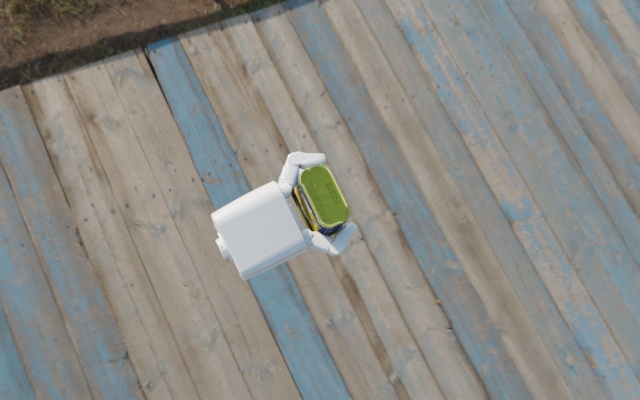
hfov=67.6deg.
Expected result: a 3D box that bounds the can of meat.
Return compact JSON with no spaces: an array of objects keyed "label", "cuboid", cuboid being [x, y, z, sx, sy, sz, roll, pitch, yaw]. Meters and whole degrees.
[{"label":"can of meat","cuboid":[0.000,0.002,0.729,0.057,0.102,0.084,-24,-9,-14]}]
